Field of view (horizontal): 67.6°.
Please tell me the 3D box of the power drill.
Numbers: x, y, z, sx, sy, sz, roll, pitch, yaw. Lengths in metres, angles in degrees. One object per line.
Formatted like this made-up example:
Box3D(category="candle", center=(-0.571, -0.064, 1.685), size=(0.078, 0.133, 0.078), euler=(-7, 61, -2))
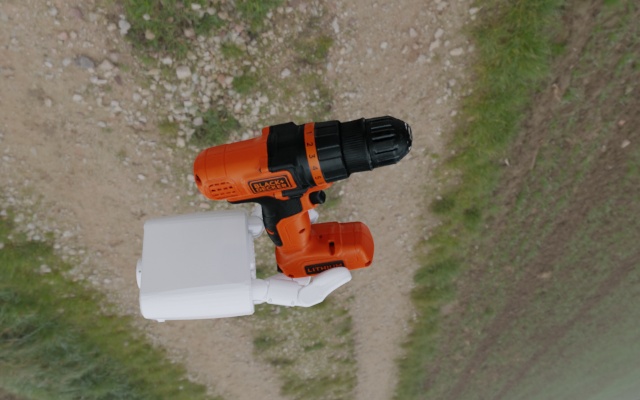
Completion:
Box3D(category="power drill", center=(0.000, 0.002, 0.451), size=(0.184, 0.057, 0.188), euler=(-8, -38, 11))
